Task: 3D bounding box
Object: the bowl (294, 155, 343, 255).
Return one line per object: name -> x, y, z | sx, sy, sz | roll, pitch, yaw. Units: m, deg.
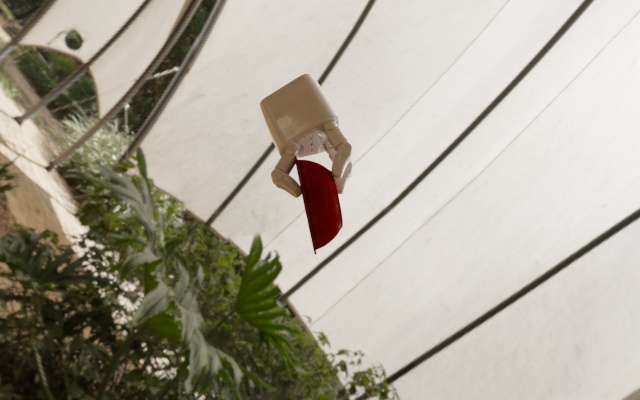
bowl -> 0.001, 0.004, 0.765 | 0.055, 0.162, 0.162 | -11, 0, -2
